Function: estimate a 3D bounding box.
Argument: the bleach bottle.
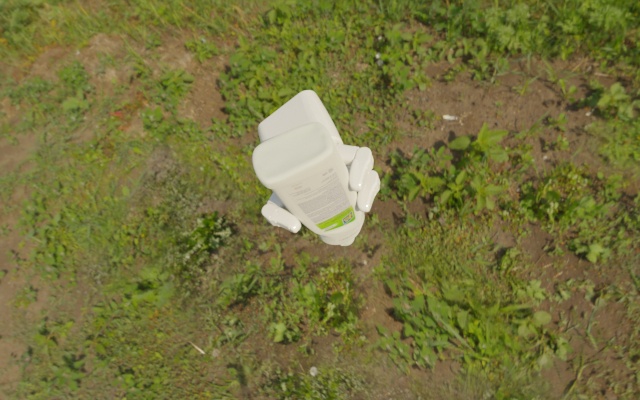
[{"bbox_3d":[0.000,0.002,0.659,0.102,0.068,0.251,-24,-34,2],"label":"bleach bottle"}]
